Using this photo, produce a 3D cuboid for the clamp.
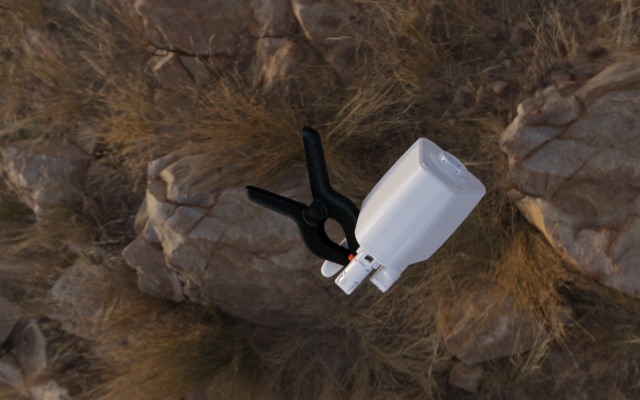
[{"bbox_3d":[0.000,0.002,0.556,0.171,0.120,0.039,42,27,10],"label":"clamp"}]
